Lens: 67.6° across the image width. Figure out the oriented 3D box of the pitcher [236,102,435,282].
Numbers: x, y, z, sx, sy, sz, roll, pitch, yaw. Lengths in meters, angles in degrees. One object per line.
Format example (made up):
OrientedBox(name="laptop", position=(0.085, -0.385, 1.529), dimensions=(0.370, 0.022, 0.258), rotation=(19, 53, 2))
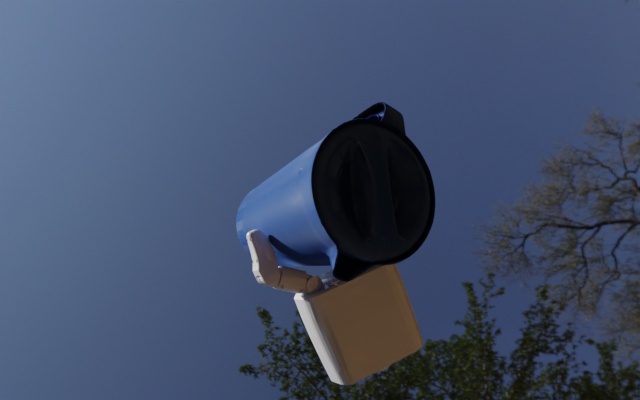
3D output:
OrientedBox(name="pitcher", position=(0.000, 0.002, 0.523), dimensions=(0.149, 0.145, 0.243), rotation=(-24, 2, -31))
